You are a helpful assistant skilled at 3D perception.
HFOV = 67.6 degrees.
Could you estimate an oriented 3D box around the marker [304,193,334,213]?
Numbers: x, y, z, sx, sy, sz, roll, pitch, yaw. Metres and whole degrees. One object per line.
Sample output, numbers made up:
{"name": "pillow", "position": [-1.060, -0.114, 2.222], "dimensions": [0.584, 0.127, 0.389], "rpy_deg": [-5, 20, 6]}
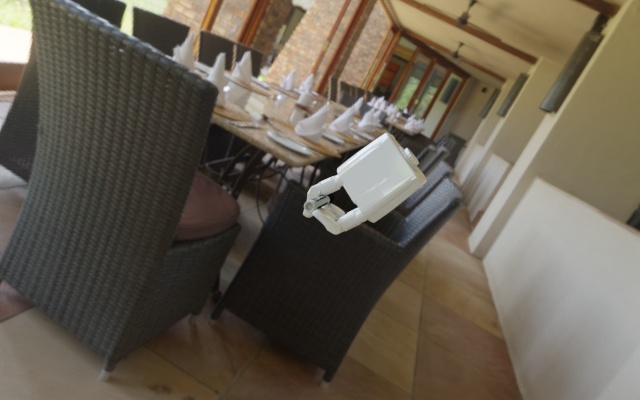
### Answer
{"name": "marker", "position": [0.000, 0.003, 0.804], "dimensions": [0.020, 0.020, 0.121], "rpy_deg": [0, 7, 17]}
